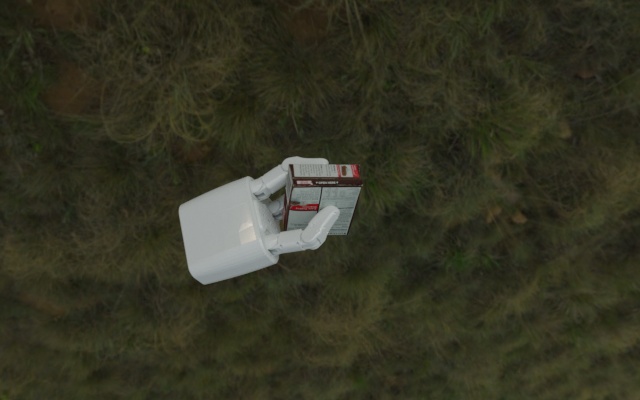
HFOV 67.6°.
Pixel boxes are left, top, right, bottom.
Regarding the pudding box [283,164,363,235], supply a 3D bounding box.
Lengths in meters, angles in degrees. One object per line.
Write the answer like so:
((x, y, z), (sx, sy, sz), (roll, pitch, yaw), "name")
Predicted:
((0.000, 0.002, 0.616), (0.090, 0.039, 0.114), (-1, -36, -10), "pudding box")
